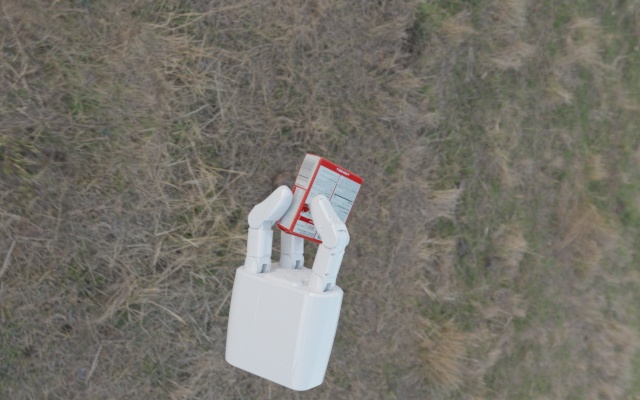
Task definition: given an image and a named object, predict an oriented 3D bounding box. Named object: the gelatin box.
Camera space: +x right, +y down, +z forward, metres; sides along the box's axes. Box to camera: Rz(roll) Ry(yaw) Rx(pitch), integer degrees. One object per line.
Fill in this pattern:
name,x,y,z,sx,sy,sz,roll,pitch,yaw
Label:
gelatin box,0.000,0.002,0.531,0.073,0.089,0.030,22,1,-42
